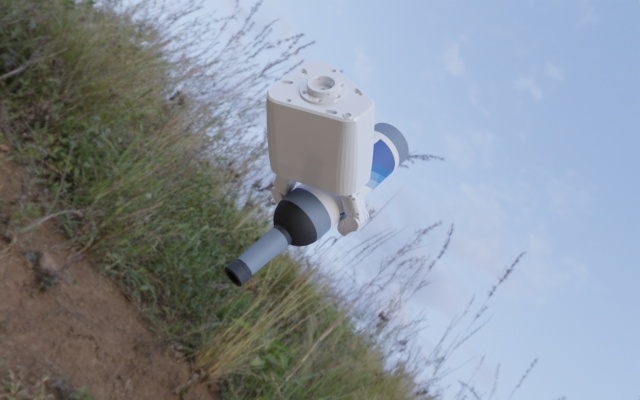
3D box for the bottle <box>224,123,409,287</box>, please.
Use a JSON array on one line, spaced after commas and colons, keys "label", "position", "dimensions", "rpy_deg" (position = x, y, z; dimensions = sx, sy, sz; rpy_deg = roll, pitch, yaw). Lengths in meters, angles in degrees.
[{"label": "bottle", "position": [0.000, 0.002, 0.597], "dimensions": [0.295, 0.069, 0.069], "rpy_deg": [-41, 23, -30]}]
